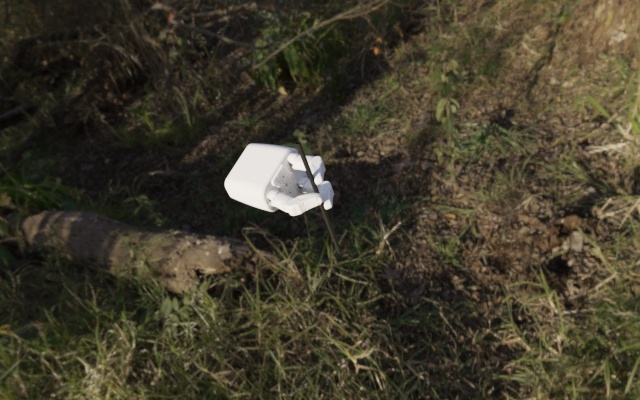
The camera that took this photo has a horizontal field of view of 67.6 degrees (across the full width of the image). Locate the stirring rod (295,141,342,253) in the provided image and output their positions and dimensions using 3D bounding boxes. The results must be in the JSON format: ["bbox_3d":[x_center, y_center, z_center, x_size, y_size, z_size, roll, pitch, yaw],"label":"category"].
[{"bbox_3d":[0.000,0.003,0.791,0.011,0.240,0.011,-13,38,10],"label":"stirring rod"}]
